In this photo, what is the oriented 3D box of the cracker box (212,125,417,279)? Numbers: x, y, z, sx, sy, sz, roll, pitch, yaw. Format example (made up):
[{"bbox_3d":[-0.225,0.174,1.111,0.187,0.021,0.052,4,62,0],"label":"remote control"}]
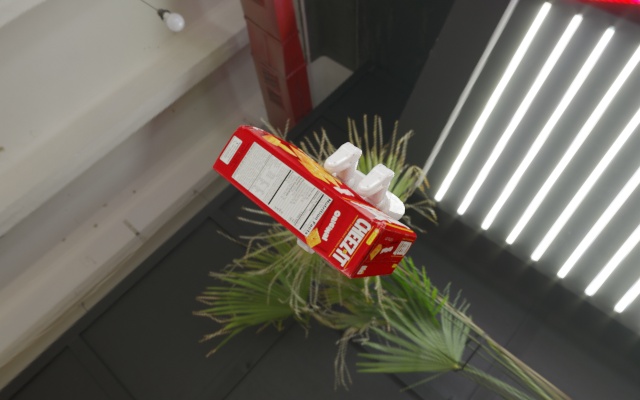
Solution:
[{"bbox_3d":[0.000,0.002,0.582,0.213,0.072,0.164,36,8,22],"label":"cracker box"}]
